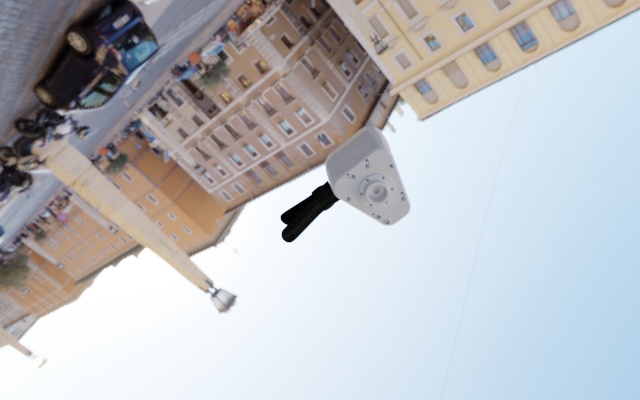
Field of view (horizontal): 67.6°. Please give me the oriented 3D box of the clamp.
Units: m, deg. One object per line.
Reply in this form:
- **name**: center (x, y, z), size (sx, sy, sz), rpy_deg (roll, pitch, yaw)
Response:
- **clamp**: center (0.001, 0.003, 0.753), size (0.171, 0.039, 0.120), rpy_deg (-39, 19, 12)
